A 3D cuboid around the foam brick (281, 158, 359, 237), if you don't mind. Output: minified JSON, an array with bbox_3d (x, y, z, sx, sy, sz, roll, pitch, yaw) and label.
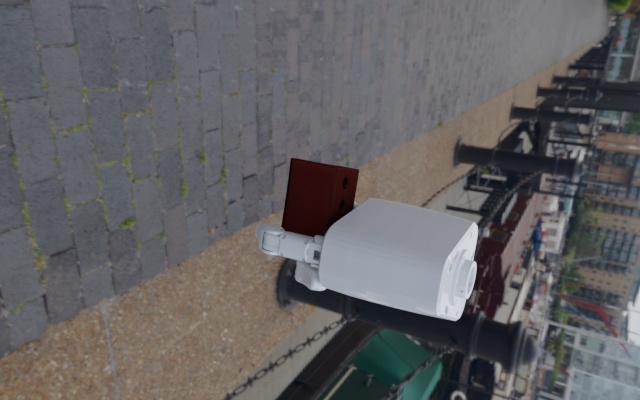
[{"bbox_3d":[0.000,0.001,0.466,0.051,0.078,0.053,11,7,29],"label":"foam brick"}]
